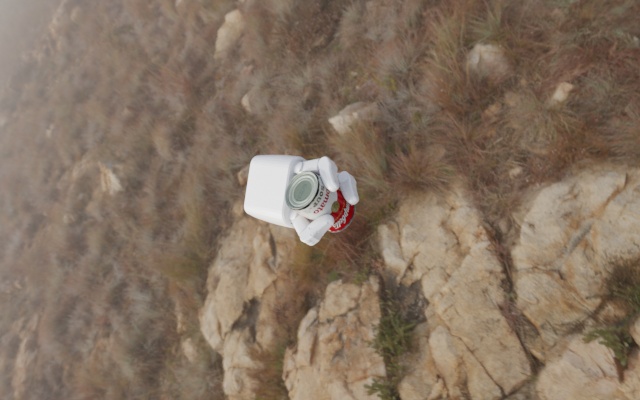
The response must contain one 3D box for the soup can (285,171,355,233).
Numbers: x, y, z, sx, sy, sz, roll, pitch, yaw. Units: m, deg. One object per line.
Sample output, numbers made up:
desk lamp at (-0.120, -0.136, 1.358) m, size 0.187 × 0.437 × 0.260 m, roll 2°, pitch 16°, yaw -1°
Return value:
soup can at (0.000, 0.003, 0.762) m, size 0.068 × 0.068 × 0.102 m, roll 0°, pitch -22°, yaw 39°
